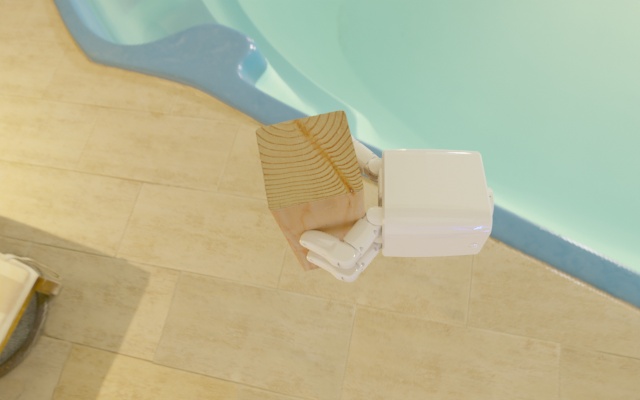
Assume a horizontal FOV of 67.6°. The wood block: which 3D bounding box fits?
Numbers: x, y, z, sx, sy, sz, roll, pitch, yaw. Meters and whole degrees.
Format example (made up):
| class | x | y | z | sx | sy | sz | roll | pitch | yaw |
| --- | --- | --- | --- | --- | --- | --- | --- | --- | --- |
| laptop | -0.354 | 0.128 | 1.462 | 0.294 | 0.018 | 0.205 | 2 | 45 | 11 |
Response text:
| class | x | y | z | sx | sy | sz | roll | pitch | yaw |
| --- | --- | --- | --- | --- | --- | --- | --- | --- | --- |
| wood block | 0.000 | 0.001 | 0.533 | 0.090 | 0.090 | 0.206 | -12 | -25 | 2 |
